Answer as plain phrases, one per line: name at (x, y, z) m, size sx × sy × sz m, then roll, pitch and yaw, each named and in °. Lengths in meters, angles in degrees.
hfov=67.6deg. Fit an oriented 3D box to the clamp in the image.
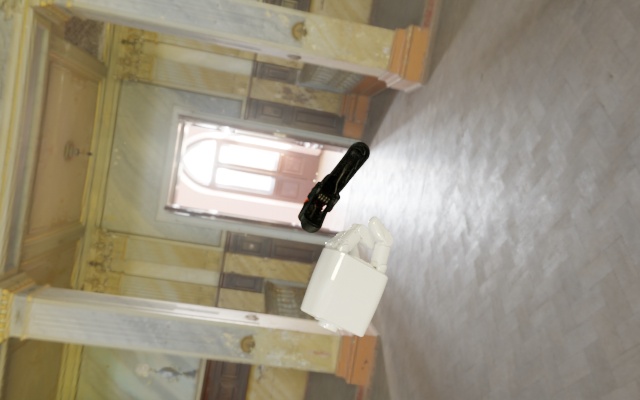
clamp at (0.000, 0.002, 0.593) m, size 0.039 × 0.120 × 0.171 m, roll 40°, pitch -22°, yaw 1°
